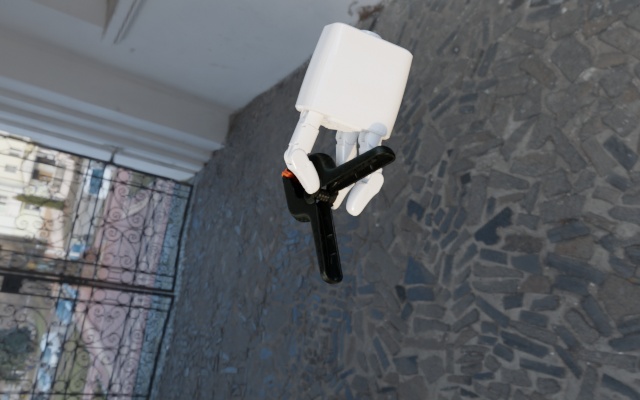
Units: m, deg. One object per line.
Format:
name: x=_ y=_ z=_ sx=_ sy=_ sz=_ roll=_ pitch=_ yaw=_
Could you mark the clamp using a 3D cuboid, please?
clamp: x=-0.001 y=0.001 z=0.599 sx=0.036 sy=0.164 sz=0.210 roll=20 pitch=0 yaw=-31
